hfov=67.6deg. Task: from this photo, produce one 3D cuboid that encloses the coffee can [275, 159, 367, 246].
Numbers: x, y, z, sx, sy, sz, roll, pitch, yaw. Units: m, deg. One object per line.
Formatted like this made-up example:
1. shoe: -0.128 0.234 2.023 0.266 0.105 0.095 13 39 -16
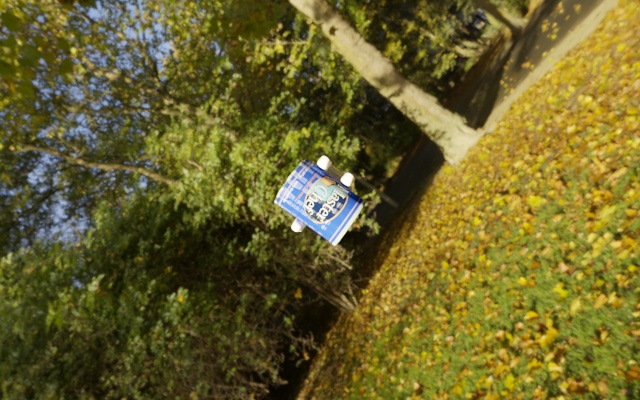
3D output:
1. coffee can: 0.000 0.003 0.895 0.140 0.103 0.103 35 2 3
